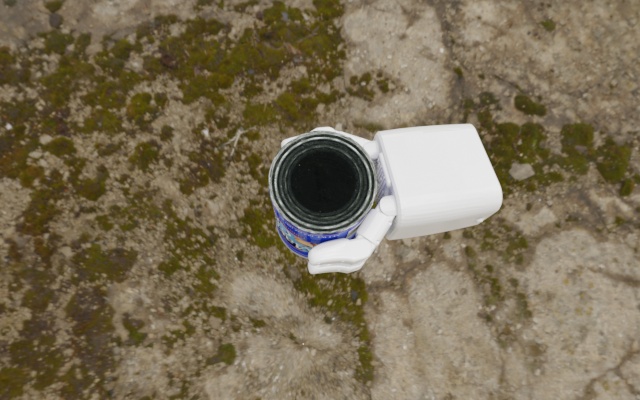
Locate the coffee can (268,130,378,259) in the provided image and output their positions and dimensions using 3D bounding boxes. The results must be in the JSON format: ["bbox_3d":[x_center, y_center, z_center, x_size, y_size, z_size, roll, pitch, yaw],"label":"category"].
[{"bbox_3d":[0.000,0.002,0.509,0.103,0.102,0.140,0,-17,-2],"label":"coffee can"}]
